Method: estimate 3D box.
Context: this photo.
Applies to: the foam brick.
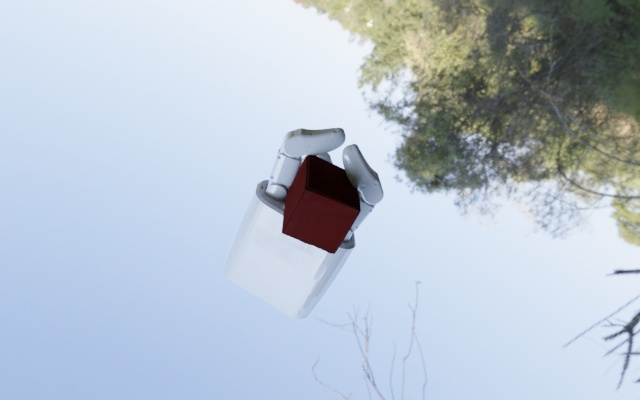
[{"bbox_3d":[0.000,0.001,0.436,0.053,0.051,0.078,24,24,-12],"label":"foam brick"}]
